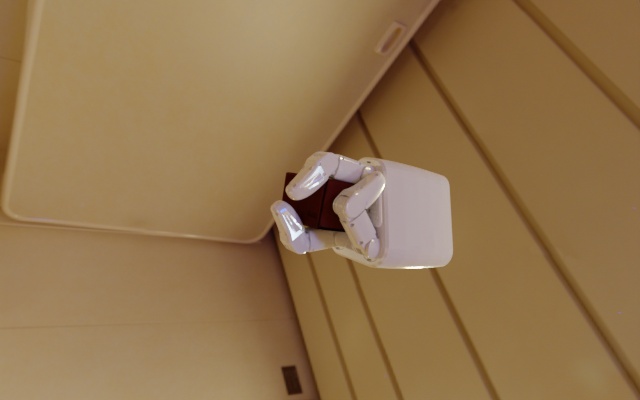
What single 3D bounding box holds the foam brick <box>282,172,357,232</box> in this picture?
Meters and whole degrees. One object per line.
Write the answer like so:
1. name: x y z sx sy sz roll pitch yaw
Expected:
1. foam brick: 0.000 0.002 0.508 0.051 0.053 0.078 7 4 -35
